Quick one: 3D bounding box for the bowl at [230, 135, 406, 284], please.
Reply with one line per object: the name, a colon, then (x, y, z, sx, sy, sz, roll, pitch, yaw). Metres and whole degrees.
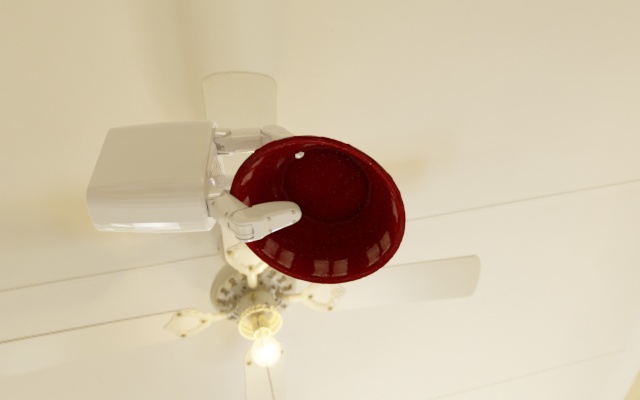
bowl: (0.001, 0.002, 0.450, 0.162, 0.162, 0.055, 0, 33, 13)
